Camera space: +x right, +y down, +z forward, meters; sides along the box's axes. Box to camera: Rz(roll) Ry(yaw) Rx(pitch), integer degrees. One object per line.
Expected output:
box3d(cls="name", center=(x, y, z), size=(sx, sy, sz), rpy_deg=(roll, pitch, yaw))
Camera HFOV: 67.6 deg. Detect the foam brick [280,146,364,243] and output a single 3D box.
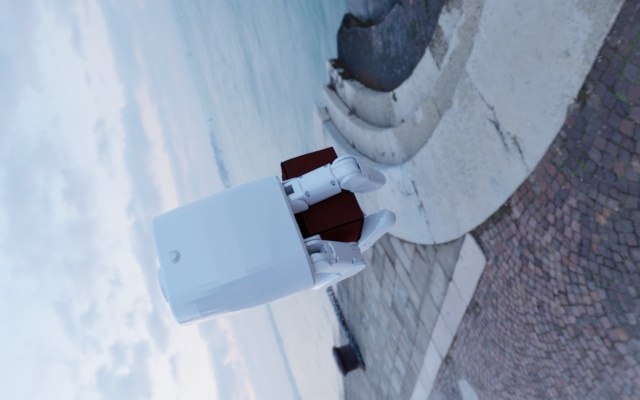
box3d(cls="foam brick", center=(0.000, 0.001, 0.427), size=(0.051, 0.078, 0.053), rpy_deg=(-18, -26, -9))
